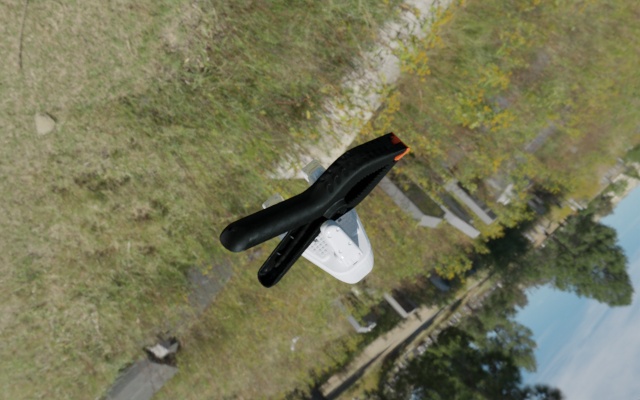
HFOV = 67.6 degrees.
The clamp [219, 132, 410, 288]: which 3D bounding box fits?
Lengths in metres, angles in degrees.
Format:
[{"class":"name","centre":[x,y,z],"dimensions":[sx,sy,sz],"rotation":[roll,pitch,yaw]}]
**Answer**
[{"class":"clamp","centre":[0.001,0.002,0.463],"dimensions":[0.210,0.036,0.165],"rotation":[-41,-18,-3]}]
